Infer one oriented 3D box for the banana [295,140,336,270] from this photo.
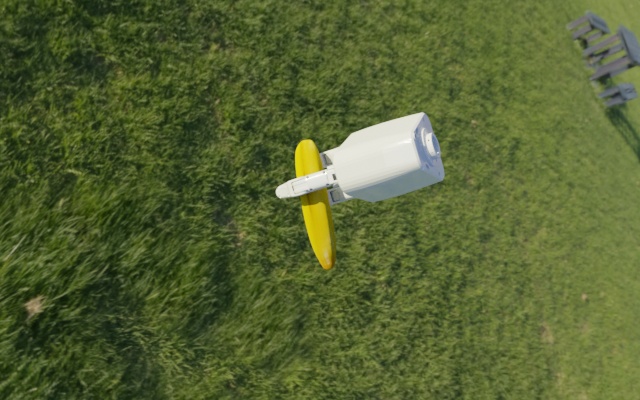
[{"bbox_3d":[-0.006,-0.006,0.656,0.037,0.197,0.070,-13,-18,13],"label":"banana"}]
